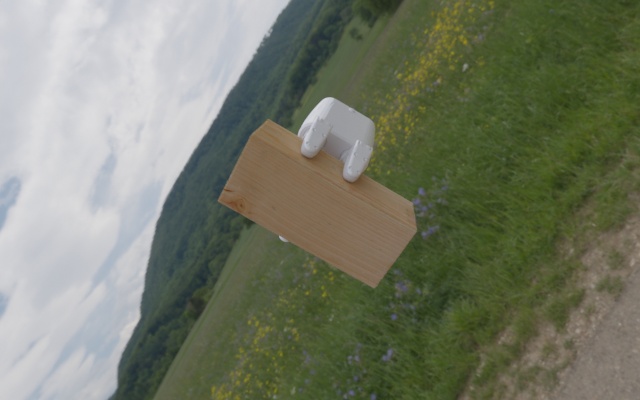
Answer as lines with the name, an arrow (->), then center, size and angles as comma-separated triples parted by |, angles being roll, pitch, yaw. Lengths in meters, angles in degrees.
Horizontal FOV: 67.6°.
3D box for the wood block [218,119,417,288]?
wood block -> 0.000, 0.002, 0.564 | 0.206, 0.091, 0.090 | 29, 22, -5
